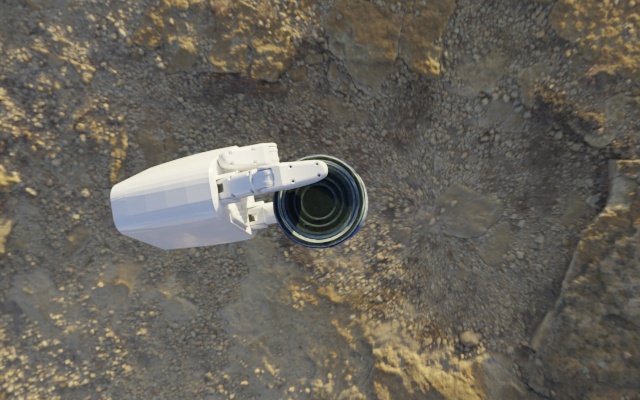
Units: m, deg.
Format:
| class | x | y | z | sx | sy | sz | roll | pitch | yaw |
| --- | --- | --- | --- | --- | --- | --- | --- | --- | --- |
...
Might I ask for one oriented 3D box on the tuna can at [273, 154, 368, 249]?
| class | x | y | z | sx | sy | sz | roll | pitch | yaw |
| --- | --- | --- | --- | --- | --- | --- | --- | --- | --- |
| tuna can | 0.000 | 0.001 | 0.437 | 0.086 | 0.086 | 0.034 | 0 | -3 | 8 |
